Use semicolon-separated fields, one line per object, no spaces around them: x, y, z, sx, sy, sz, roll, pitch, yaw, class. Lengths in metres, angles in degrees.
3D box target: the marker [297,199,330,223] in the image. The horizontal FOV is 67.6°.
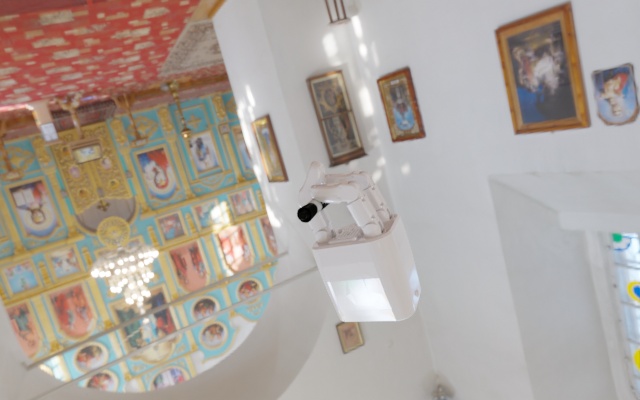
0.000;0.002;0.578;0.020;0.020;0.121;0;15;19;marker
